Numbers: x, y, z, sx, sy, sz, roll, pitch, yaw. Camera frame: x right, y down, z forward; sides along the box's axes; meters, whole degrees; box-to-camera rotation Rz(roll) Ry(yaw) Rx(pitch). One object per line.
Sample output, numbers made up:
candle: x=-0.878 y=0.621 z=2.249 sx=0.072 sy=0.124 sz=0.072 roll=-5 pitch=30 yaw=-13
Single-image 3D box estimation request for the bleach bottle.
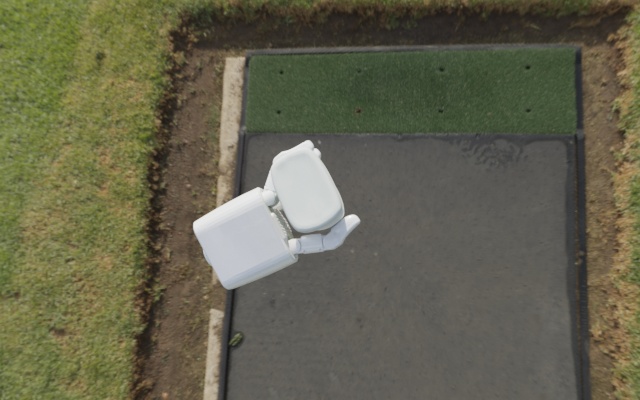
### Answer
bleach bottle: x=0.000 y=0.002 z=0.681 sx=0.068 sy=0.102 sz=0.251 roll=-26 pitch=-11 yaw=5
